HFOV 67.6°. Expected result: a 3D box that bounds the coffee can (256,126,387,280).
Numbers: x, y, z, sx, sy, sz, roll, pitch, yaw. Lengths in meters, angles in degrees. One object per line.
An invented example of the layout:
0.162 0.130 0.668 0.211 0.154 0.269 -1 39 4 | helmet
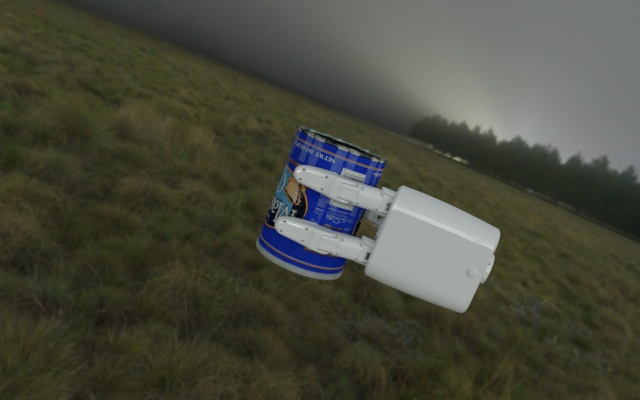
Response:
0.000 0.002 0.528 0.103 0.140 0.103 20 11 -4 | coffee can
